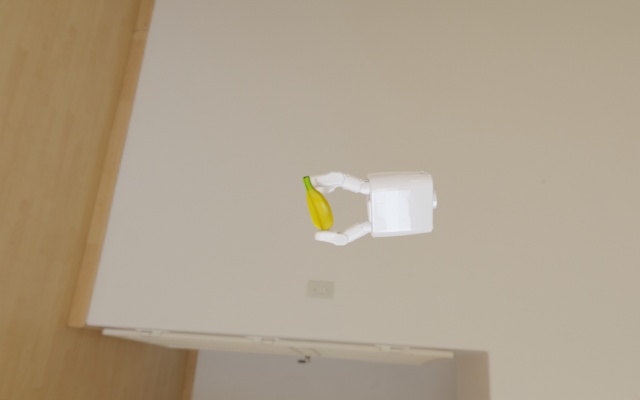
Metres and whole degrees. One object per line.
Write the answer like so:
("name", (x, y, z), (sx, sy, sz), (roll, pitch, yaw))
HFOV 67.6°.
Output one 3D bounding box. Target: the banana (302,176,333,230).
("banana", (0.002, 0.019, 0.850), (0.037, 0.069, 0.198), (-9, -19, 3))
